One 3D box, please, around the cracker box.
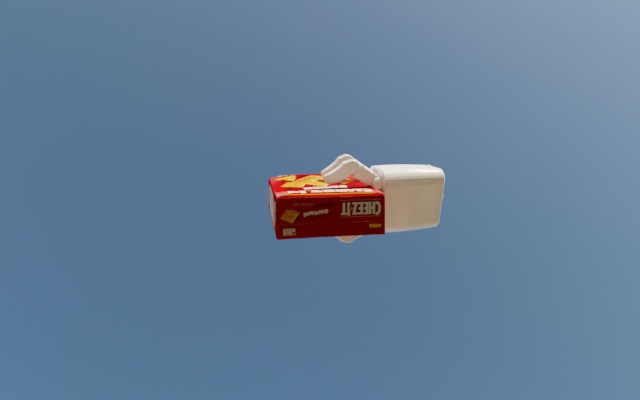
[{"bbox_3d":[0.000,0.003,0.792,0.164,0.072,0.213,-3,10,-9],"label":"cracker box"}]
